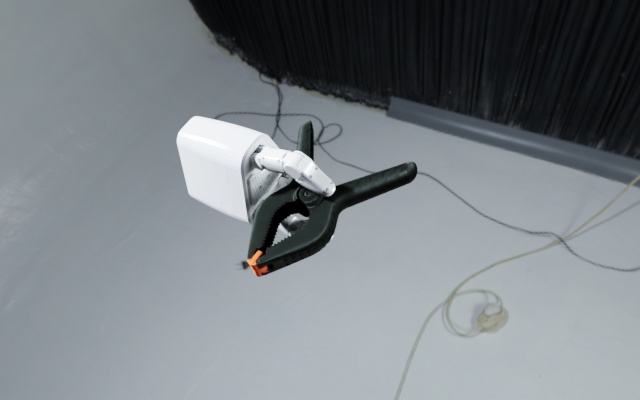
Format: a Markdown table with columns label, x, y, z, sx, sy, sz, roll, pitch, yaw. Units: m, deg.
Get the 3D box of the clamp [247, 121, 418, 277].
| label | x | y | z | sx | sy | sz | roll | pitch | yaw |
| --- | --- | --- | --- | --- | --- | --- | --- | --- | --- |
| clamp | -0.001 | 0.002 | 0.535 | 0.164 | 0.210 | 0.036 | 19 | -30 | 26 |
